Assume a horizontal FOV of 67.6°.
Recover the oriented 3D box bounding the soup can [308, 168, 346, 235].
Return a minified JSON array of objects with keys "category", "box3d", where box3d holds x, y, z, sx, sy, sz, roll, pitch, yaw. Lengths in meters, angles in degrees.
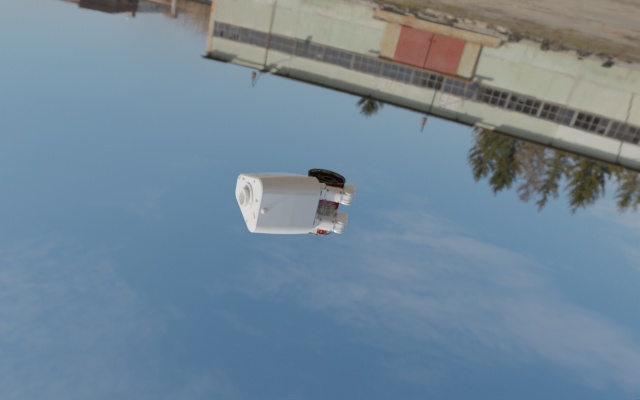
[{"category":"soup can","box3d":[0.000,0.003,0.850,0.068,0.102,0.068,12,21,-5]}]
